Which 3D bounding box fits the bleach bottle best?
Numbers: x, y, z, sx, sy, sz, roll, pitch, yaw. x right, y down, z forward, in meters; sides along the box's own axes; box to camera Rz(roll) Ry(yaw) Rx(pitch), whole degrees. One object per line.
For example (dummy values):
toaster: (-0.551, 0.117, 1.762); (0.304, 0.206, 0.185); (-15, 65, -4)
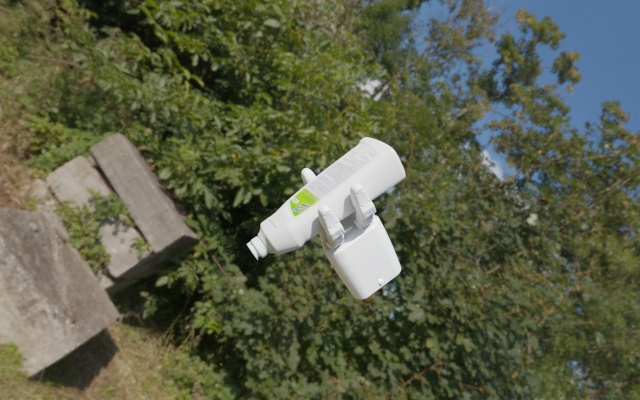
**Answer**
bleach bottle: (0.000, 0.002, 0.716); (0.251, 0.068, 0.102); (-34, 26, -10)
